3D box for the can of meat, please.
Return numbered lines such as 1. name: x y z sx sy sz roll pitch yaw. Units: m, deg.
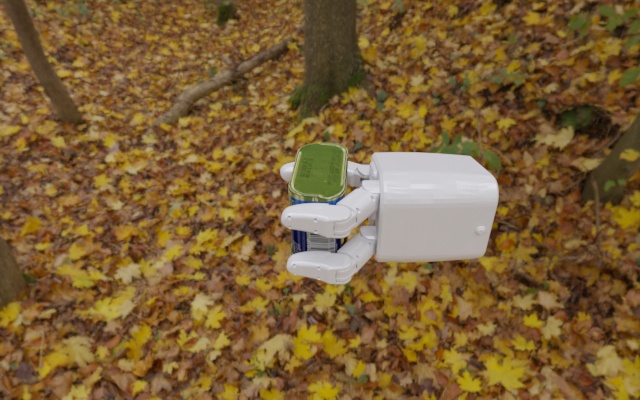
1. can of meat: 0.000 0.001 0.476 0.057 0.084 0.102 2 37 4
